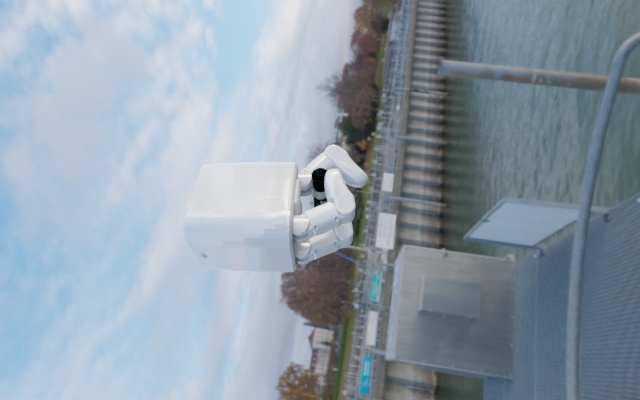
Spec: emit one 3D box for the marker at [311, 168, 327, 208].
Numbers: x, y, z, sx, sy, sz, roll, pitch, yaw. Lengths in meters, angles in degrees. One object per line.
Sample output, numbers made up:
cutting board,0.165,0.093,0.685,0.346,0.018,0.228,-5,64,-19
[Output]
marker,0.000,0.002,0.550,0.020,0.020,0.121,0,-31,0
